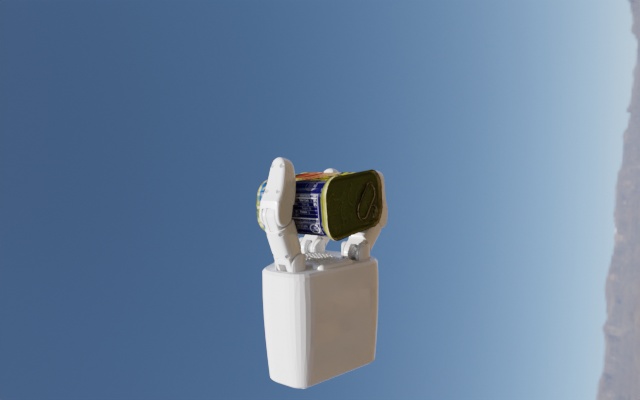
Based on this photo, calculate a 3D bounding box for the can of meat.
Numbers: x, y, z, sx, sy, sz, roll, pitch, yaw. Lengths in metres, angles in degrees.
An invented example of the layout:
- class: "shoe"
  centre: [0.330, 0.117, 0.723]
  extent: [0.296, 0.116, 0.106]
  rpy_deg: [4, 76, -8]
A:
- class: "can of meat"
  centre: [0.000, 0.001, 0.467]
  extent: [0.084, 0.057, 0.102]
  rpy_deg: [2, 10, 35]
